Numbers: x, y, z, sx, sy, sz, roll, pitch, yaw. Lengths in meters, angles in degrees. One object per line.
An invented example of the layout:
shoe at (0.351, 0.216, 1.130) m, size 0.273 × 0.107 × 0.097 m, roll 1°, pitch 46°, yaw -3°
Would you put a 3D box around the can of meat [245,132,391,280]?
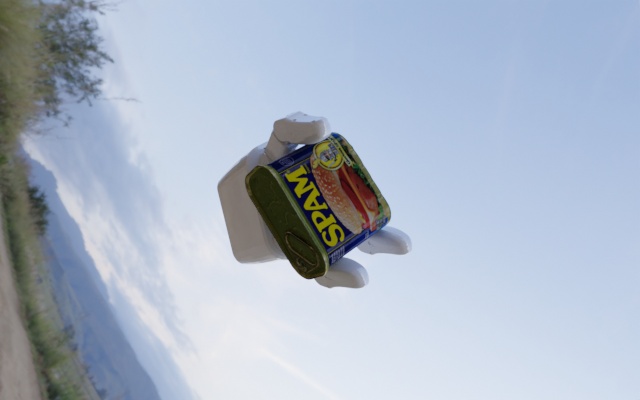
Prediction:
can of meat at (0.000, 0.001, 0.406) m, size 0.084 × 0.102 × 0.057 m, roll -31°, pitch 0°, yaw -32°
